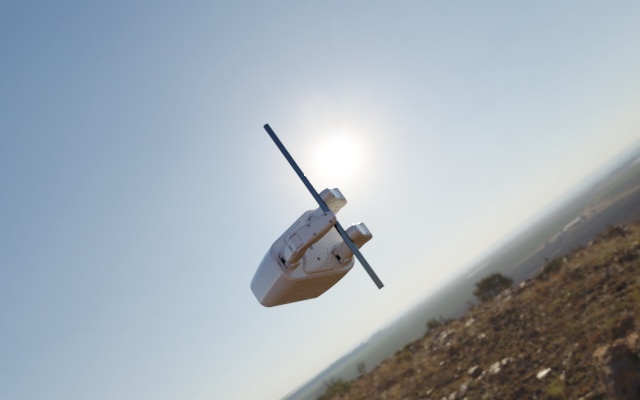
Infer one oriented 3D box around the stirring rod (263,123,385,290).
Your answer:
[{"bbox_3d":[0.000,0.002,0.556,0.011,0.239,0.011,-33,-16,-10],"label":"stirring rod"}]
